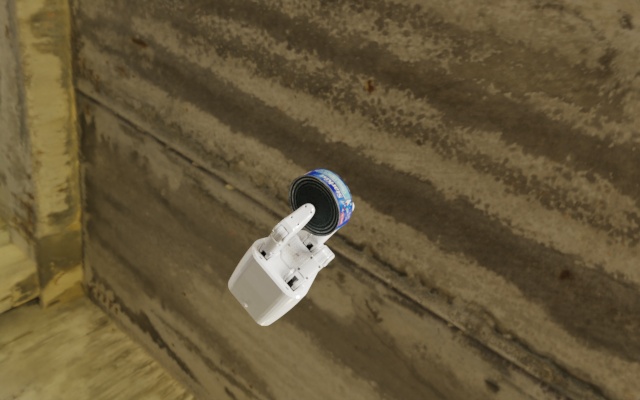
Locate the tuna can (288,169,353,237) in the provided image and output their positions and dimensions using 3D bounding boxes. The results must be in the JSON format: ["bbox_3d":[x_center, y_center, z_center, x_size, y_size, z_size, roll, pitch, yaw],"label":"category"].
[{"bbox_3d":[0.000,0.002,0.630,0.086,0.086,0.033,0,21,42],"label":"tuna can"}]
